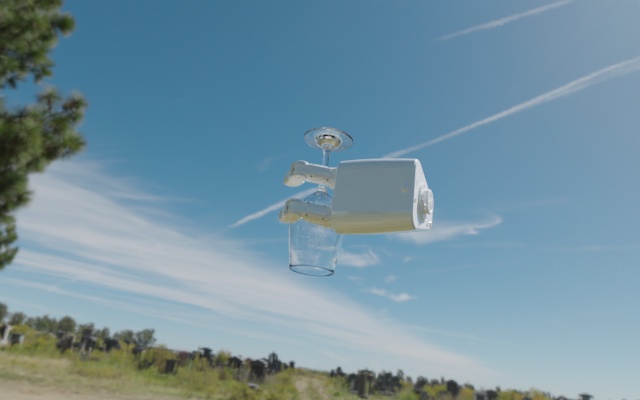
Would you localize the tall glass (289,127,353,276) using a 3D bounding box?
[{"bbox_3d":[0.000,0.002,0.676,0.079,0.201,0.079,7,-19,2],"label":"tall glass"}]
